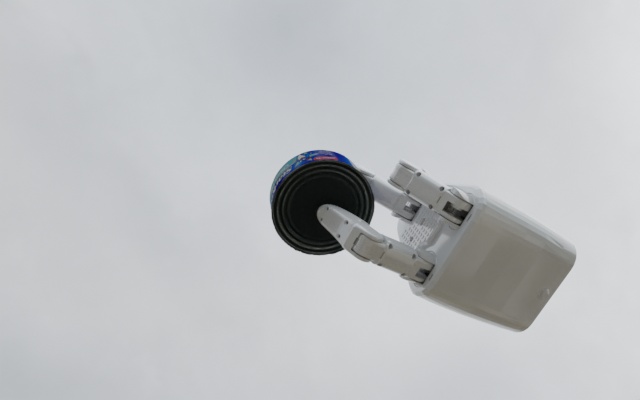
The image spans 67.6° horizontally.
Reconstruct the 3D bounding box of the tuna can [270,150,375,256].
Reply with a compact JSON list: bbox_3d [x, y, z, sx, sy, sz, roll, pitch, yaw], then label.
[{"bbox_3d":[0.000,0.001,0.404,0.086,0.086,0.033,0,24,-10],"label":"tuna can"}]
